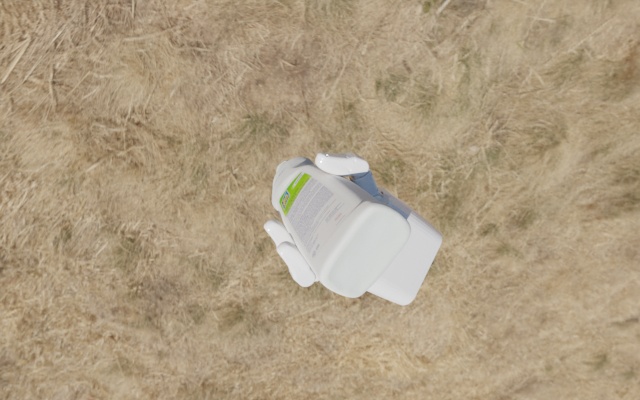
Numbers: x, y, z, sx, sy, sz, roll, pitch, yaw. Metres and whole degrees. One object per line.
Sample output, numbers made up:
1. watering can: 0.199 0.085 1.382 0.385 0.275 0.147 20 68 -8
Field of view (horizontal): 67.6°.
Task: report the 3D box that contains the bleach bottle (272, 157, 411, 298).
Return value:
1. bleach bottle: 0.000 0.002 0.553 0.068 0.102 0.250 32 10 -31
